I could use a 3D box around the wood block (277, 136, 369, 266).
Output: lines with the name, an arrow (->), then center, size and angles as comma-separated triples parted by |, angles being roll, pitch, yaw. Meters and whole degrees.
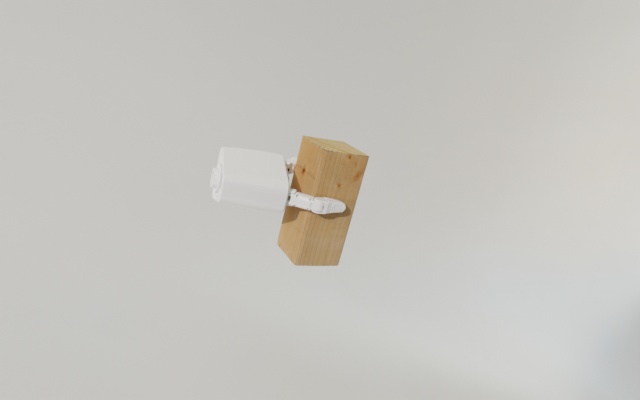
wood block -> 0.000, 0.003, 0.835 | 0.090, 0.206, 0.090 | 5, 20, -30
